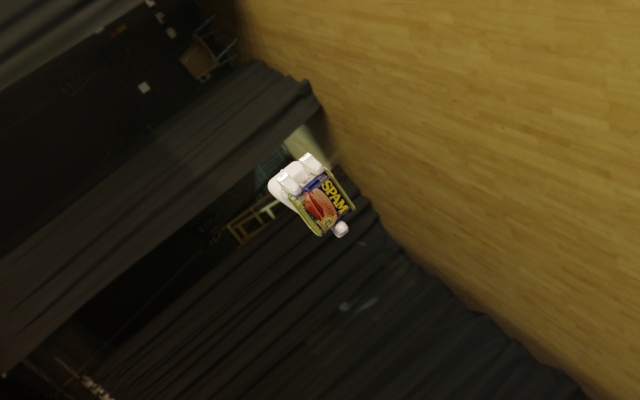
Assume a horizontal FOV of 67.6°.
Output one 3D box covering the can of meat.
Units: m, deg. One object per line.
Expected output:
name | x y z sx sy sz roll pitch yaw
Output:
can of meat | 0.000 0.003 0.869 0.084 0.102 0.057 -40 23 -10
